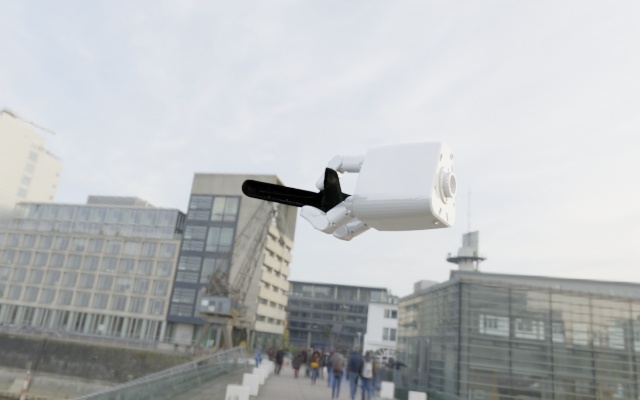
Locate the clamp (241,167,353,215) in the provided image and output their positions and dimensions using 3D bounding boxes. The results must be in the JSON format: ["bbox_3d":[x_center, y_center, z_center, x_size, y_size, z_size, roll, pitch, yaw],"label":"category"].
[{"bbox_3d":[0.001,0.002,0.700,0.164,0.036,0.210,-2,-18,34],"label":"clamp"}]
